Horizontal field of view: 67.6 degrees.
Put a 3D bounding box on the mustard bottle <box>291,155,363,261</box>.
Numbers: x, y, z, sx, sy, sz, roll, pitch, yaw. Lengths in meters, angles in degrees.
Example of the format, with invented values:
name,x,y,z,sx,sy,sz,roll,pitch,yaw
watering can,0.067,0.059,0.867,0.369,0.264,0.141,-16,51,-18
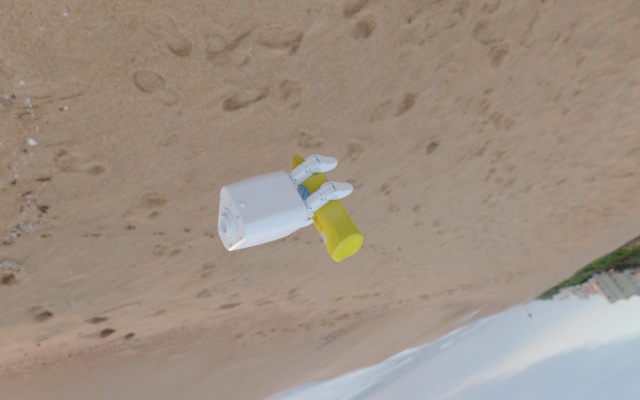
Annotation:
name,x,y,z,sx,sy,sz,roll,pitch,yaw
mustard bottle,0.001,0.003,0.796,0.058,0.191,0.096,-26,-23,-11
